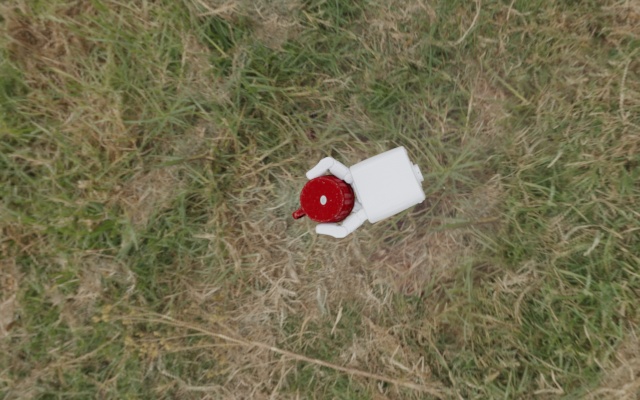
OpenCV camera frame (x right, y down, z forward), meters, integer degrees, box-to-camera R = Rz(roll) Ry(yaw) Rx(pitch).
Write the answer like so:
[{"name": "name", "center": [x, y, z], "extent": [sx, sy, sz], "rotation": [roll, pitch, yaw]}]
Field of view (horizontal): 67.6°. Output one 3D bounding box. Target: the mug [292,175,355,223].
[{"name": "mug", "center": [-0.001, 0.003, 0.870], "extent": [0.117, 0.093, 0.081], "rotation": [-25, -5, 12]}]
